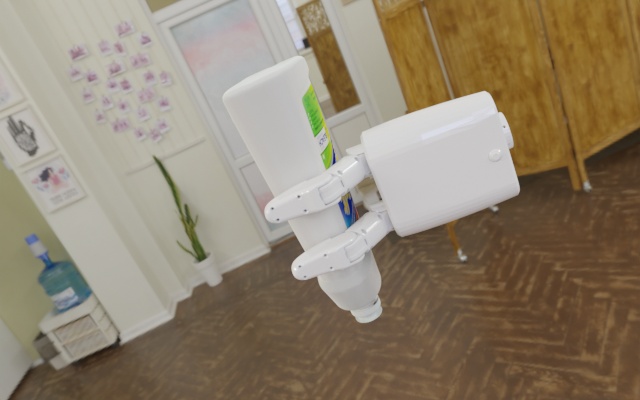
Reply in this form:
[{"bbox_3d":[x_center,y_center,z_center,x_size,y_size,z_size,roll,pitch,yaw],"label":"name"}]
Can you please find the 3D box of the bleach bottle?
[{"bbox_3d":[0.000,0.001,0.441,0.068,0.251,0.102,-19,20,15],"label":"bleach bottle"}]
